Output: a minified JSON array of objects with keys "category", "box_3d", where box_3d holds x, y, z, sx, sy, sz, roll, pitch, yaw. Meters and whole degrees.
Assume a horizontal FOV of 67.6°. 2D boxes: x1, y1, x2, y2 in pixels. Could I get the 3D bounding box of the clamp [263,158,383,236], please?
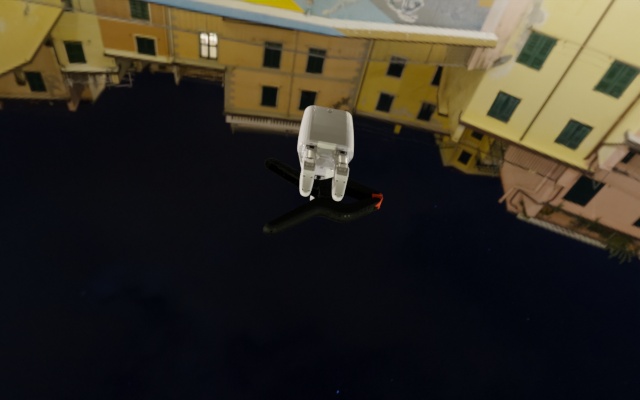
[{"category":"clamp","box_3d":[0.001,0.003,0.804,0.210,0.164,0.036,9,-42,-5]}]
